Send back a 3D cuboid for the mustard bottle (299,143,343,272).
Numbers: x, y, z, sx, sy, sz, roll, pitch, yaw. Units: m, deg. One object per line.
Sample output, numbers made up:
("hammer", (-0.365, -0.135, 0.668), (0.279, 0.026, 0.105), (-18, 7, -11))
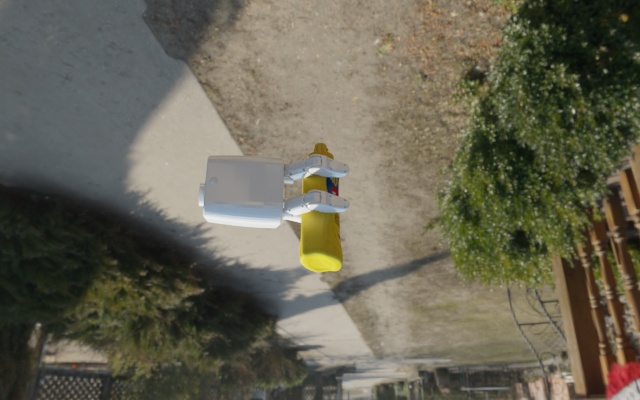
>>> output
("mustard bottle", (0.000, 0.003, 0.702), (0.058, 0.191, 0.096), (-7, -24, 13))
